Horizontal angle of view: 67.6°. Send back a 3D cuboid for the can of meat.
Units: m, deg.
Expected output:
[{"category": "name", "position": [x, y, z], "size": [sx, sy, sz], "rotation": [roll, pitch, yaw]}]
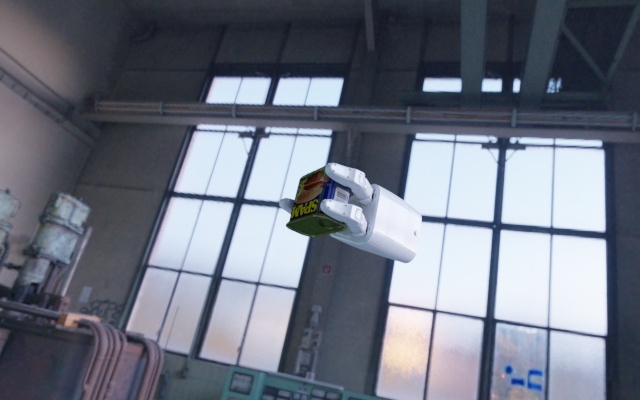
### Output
[{"category": "can of meat", "position": [0.000, 0.002, 0.715], "size": [0.057, 0.084, 0.102], "rotation": [26, -25, -29]}]
